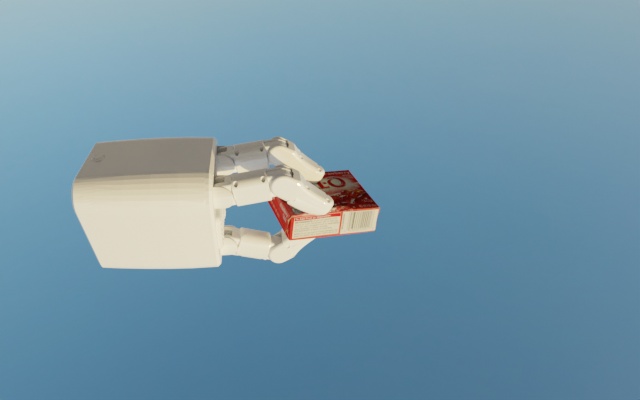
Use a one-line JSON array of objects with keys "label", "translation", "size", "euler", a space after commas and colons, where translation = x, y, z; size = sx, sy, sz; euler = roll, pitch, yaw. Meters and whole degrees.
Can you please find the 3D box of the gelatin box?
[{"label": "gelatin box", "translation": [0.000, 0.002, 0.452], "size": [0.089, 0.030, 0.073], "euler": [-5, 33, -22]}]
